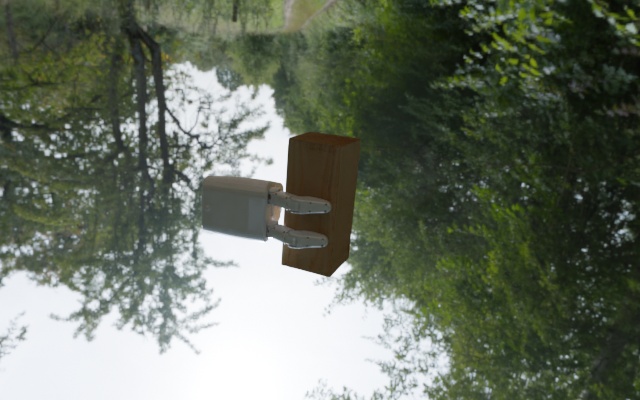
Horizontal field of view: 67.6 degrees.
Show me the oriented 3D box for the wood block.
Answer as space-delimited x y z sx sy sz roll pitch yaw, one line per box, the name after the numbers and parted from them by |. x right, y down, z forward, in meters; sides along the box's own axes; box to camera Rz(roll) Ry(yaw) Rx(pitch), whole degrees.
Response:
0.000 0.002 0.761 0.090 0.206 0.091 11 19 20 | wood block
